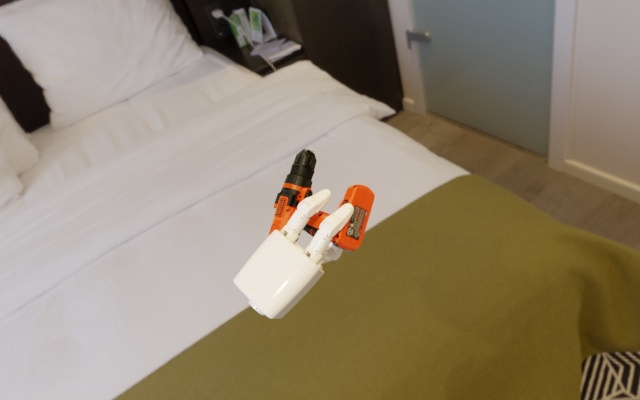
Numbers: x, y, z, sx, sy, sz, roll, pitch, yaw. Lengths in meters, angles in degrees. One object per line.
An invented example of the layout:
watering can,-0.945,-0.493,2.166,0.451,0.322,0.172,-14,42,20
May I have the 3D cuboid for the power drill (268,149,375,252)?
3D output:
power drill,0.000,0.003,0.815,0.187,0.184,0.057,9,-10,46
